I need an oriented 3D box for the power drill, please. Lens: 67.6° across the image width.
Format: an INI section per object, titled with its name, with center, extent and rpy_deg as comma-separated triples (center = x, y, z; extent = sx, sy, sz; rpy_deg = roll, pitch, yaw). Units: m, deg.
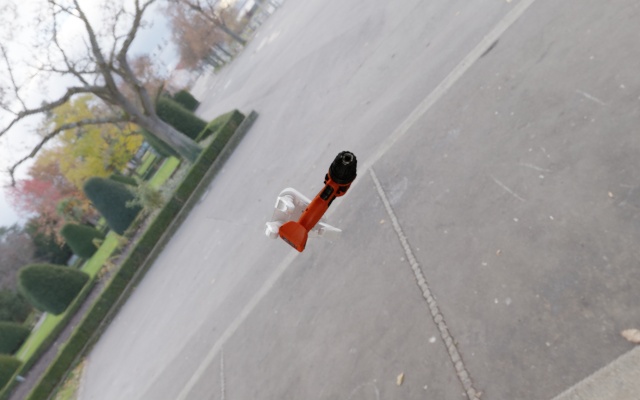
[power drill]
center = 0.000, 0.003, 0.888
extent = 0.057, 0.187, 0.184
rpy_deg = 38, -14, 8
